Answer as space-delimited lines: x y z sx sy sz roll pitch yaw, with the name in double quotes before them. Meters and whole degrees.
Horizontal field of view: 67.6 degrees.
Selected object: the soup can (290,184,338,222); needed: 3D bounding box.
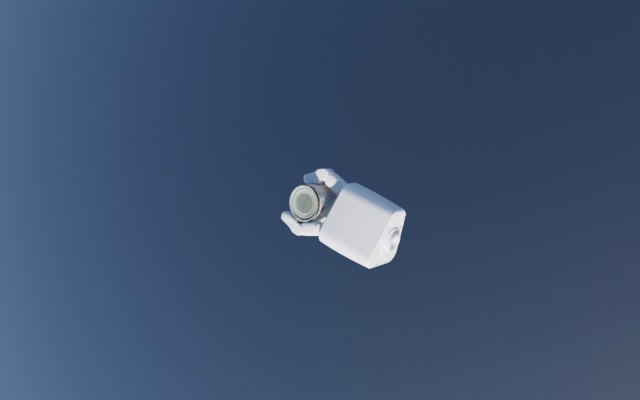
"soup can" 0.000 0.003 0.877 0.068 0.068 0.102 0 3 36
